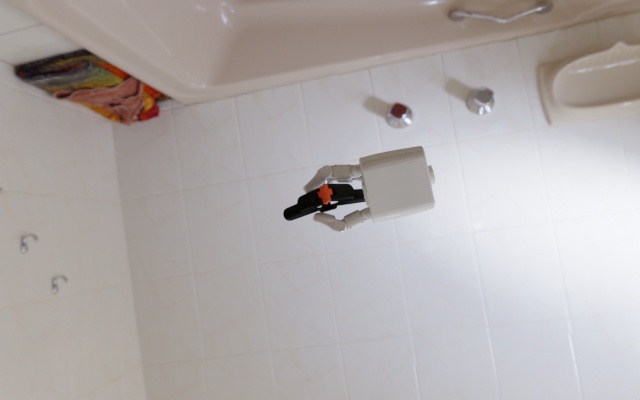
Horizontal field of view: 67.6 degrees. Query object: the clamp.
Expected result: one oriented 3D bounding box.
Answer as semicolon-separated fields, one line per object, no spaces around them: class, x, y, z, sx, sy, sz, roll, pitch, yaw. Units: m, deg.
clamp;0.000;0.003;0.804;0.164;0.036;0.210;-16;-6;7
